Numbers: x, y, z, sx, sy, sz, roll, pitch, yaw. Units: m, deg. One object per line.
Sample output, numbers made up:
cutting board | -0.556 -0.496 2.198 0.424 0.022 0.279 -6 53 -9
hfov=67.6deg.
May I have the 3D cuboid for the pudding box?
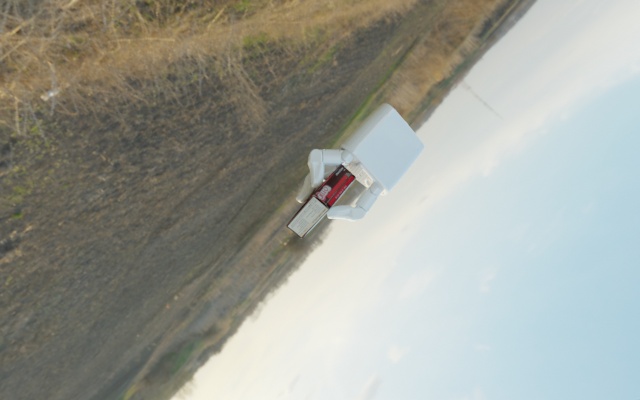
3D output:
pudding box | 0.000 0.003 0.778 0.090 0.039 0.113 -47 -2 -40
